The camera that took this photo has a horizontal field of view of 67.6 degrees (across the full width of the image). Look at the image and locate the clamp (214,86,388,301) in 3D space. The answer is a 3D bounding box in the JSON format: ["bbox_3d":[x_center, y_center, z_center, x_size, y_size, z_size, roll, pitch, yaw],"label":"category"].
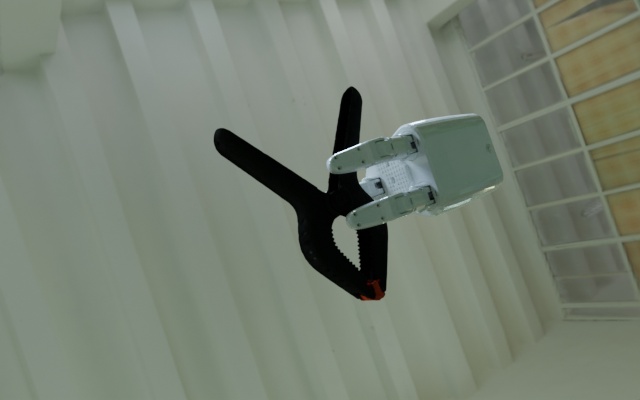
[{"bbox_3d":[0.000,0.002,0.453,0.164,0.210,0.036,-17,-3,-29],"label":"clamp"}]
